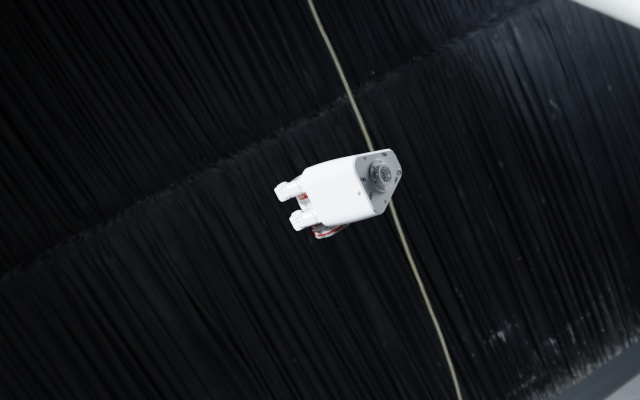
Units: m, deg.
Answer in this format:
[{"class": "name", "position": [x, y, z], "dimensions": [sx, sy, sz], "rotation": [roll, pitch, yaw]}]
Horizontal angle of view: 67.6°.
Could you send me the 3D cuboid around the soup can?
[{"class": "soup can", "position": [0.000, 0.002, 0.800], "dimensions": [0.068, 0.102, 0.068], "rotation": [-25, 13, 6]}]
